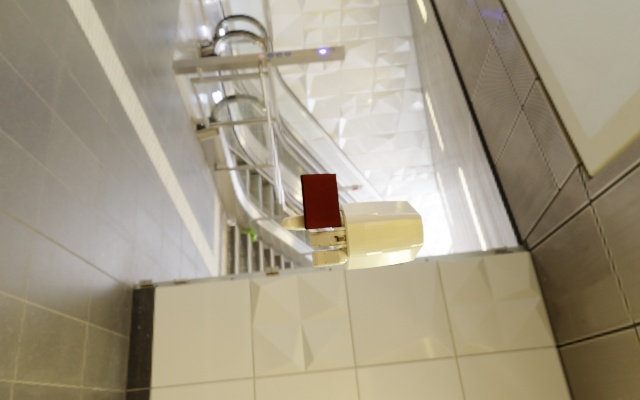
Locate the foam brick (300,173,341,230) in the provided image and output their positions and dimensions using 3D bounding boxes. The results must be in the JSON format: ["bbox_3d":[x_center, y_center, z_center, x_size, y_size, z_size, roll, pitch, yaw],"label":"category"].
[{"bbox_3d":[0.000,0.002,0.688,0.051,0.078,0.053,-5,-4,0],"label":"foam brick"}]
